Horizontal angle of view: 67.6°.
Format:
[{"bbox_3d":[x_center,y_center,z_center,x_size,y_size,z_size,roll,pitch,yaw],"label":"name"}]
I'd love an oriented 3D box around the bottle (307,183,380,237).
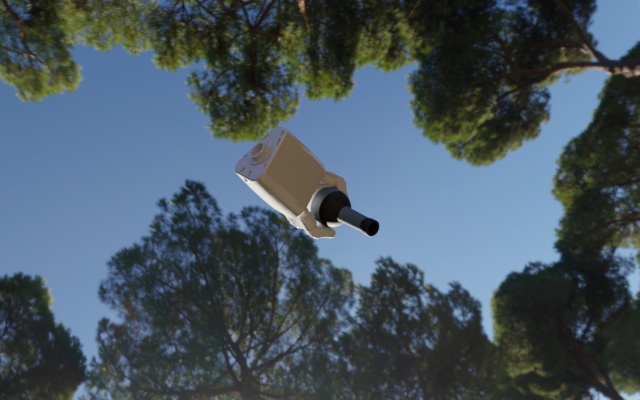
[{"bbox_3d":[0.000,0.003,0.857,0.069,0.069,0.295,0,16,-35],"label":"bottle"}]
